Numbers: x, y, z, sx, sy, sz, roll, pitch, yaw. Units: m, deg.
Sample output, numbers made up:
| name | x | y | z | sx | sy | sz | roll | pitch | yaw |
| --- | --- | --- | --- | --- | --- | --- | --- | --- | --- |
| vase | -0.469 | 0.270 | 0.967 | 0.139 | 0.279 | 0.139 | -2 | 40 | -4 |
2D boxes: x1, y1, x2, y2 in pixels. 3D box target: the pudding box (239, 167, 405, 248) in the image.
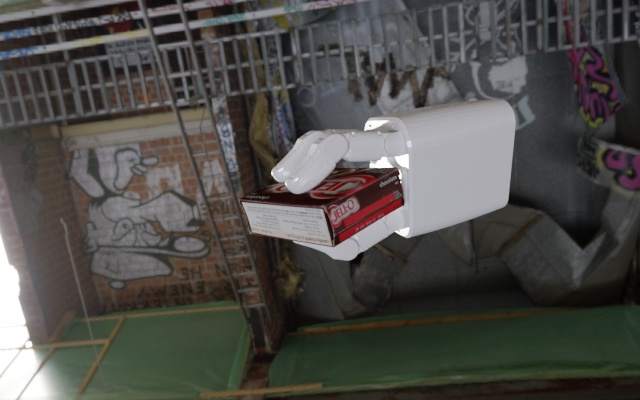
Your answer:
| name | x | y | z | sx | sy | sz | roll | pitch | yaw |
| --- | --- | --- | --- | --- | --- | --- | --- | --- | --- |
| pudding box | 0.000 | 0.001 | 0.407 | 0.090 | 0.039 | 0.113 | -25 | 17 | -39 |
